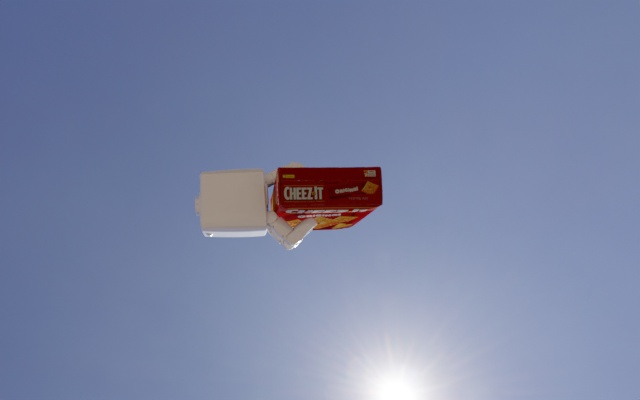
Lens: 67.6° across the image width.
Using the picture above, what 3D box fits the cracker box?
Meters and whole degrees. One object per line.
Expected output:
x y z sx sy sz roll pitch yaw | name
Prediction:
0.000 0.003 0.829 0.164 0.072 0.214 -1 -12 -10 | cracker box
